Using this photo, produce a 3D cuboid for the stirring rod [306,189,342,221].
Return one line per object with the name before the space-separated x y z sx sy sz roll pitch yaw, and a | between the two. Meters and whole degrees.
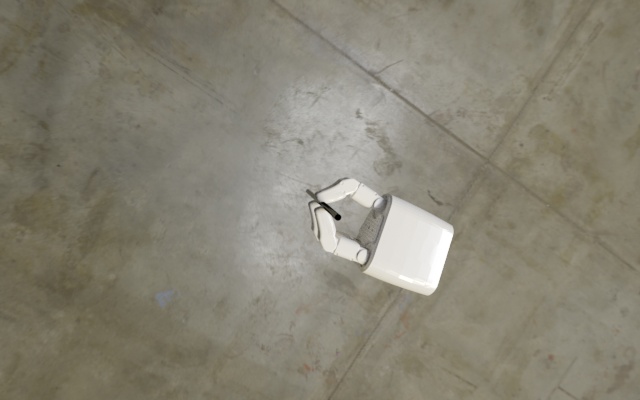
stirring rod | 0.000 0.002 0.663 0.011 0.011 0.239 0 8 -10
